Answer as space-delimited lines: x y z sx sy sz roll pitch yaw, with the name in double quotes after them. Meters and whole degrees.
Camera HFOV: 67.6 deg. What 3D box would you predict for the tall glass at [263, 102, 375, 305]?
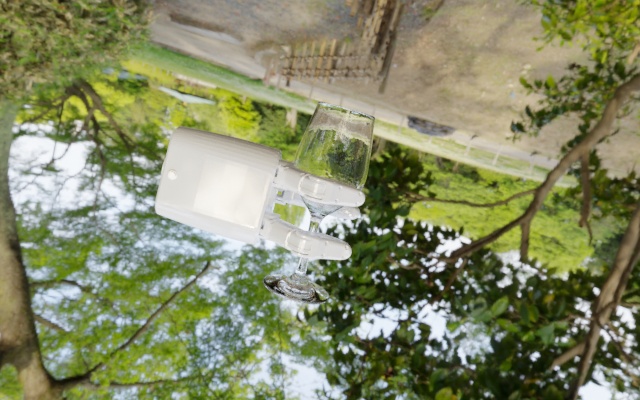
0.000 0.002 0.504 0.079 0.201 0.079 16 8 -2 "tall glass"
